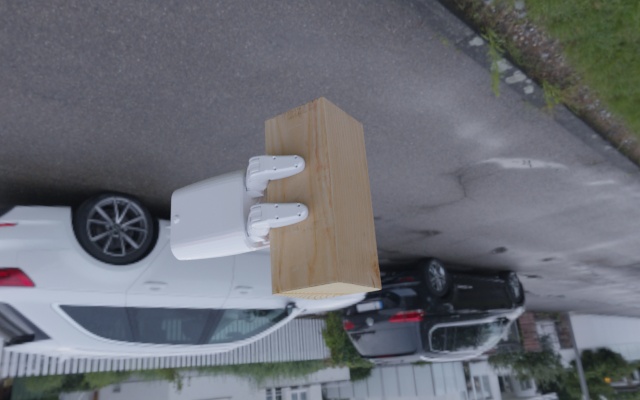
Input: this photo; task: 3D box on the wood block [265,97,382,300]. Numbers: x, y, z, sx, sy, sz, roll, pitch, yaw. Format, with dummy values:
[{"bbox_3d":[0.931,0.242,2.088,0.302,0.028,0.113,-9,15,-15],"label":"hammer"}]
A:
[{"bbox_3d":[0.000,0.002,0.548,0.090,0.206,0.091,-16,-22,31],"label":"wood block"}]
